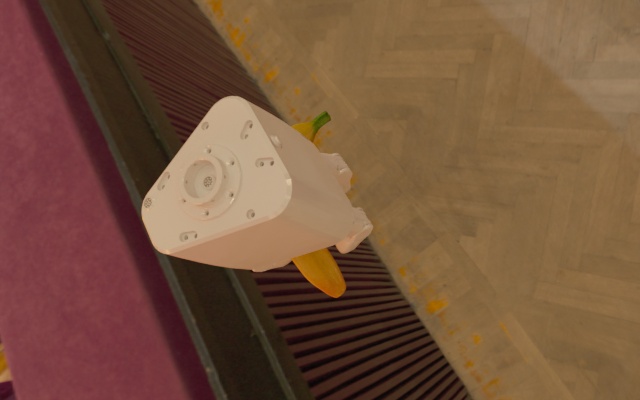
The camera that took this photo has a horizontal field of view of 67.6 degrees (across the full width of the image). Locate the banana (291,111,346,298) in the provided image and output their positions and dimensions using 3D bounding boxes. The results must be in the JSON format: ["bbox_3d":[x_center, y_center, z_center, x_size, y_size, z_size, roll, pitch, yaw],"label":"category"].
[{"bbox_3d":[-0.018,0.001,0.485,0.069,0.197,0.037,-10,-16,17],"label":"banana"}]
